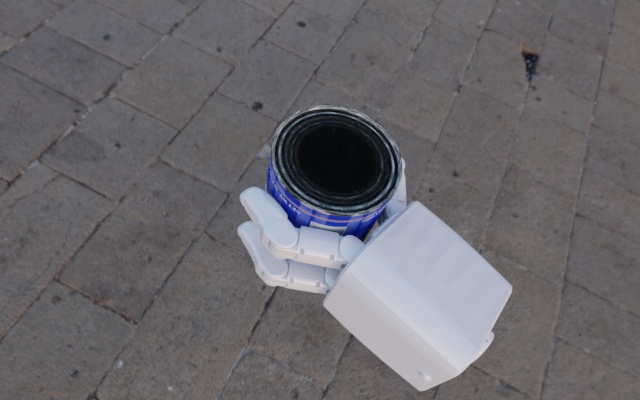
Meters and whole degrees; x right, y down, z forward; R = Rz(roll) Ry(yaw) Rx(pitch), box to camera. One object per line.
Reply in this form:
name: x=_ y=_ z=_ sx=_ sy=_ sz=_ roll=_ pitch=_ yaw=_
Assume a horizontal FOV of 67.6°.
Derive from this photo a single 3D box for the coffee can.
coffee can: x=0.000 y=0.001 z=0.420 sx=0.103 sy=0.102 sz=0.140 roll=0 pitch=-30 yaw=-13
